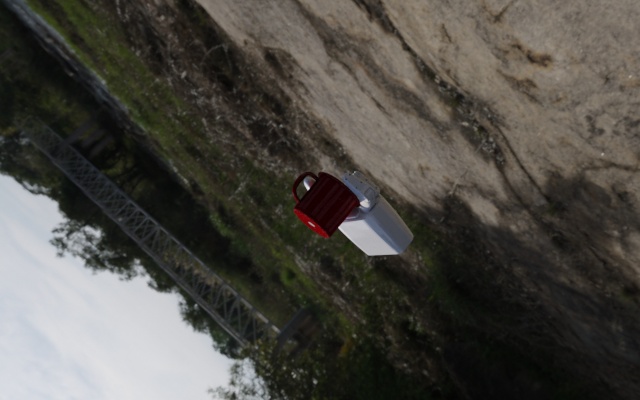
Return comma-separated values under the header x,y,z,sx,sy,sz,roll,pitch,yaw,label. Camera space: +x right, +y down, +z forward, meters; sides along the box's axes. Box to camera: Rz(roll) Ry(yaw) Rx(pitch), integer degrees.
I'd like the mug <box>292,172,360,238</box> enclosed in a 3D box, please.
x,y,z,sx,sy,sz,roll,pitch,yaw,label
-0.001,0.002,0.823,0.117,0.081,0.093,45,-14,-21,mug
